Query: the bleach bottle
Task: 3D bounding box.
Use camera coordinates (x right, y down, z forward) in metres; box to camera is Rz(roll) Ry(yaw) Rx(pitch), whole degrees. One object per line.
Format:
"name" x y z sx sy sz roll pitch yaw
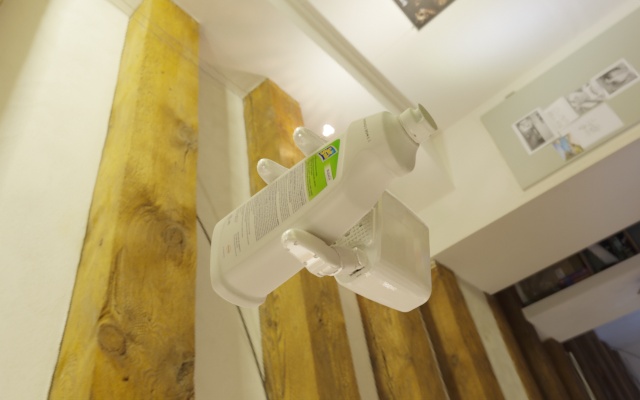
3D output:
"bleach bottle" 0.000 0.001 0.451 0.251 0.102 0.068 -36 -48 26
